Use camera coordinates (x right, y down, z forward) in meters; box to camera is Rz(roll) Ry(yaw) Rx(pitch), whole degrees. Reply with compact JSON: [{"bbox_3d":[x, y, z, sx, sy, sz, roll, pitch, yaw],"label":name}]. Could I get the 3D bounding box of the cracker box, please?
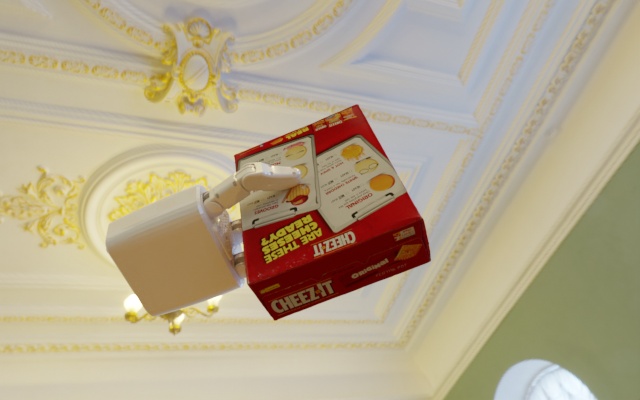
[{"bbox_3d":[0.000,0.001,0.509,0.164,0.072,0.213,-22,40,3],"label":"cracker box"}]
